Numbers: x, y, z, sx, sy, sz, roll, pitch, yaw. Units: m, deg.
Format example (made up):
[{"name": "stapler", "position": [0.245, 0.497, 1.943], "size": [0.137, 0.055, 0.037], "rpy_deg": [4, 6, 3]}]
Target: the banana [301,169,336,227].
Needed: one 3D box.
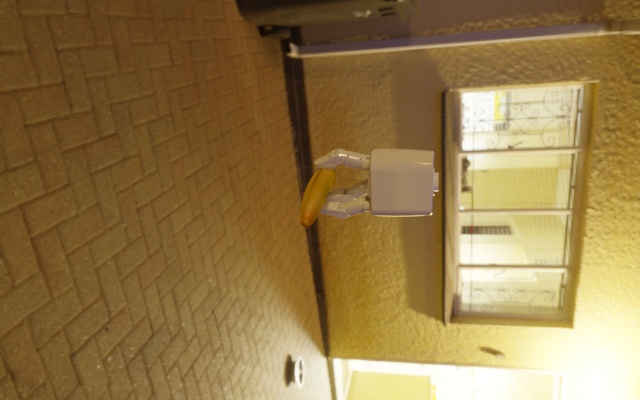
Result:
[{"name": "banana", "position": [0.001, -0.016, 0.828], "size": [0.037, 0.070, 0.197], "rpy_deg": [4, 17, 11]}]
